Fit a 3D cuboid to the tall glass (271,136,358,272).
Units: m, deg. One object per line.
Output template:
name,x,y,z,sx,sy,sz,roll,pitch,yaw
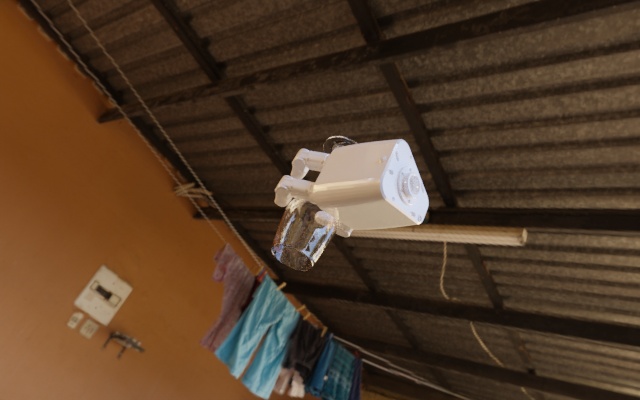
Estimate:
tall glass,0.000,0.002,0.687,0.079,0.201,0.079,19,-33,13
